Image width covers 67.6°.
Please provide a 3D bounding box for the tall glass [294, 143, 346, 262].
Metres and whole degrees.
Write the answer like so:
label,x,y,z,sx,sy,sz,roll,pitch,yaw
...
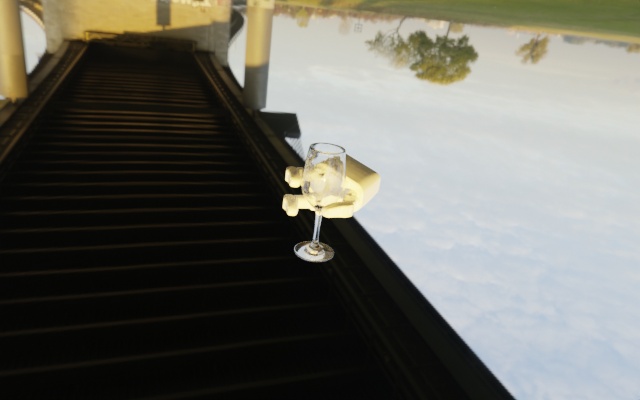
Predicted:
label,x,y,z,sx,sy,sz,roll,pitch,yaw
tall glass,0.000,0.003,0.841,0.079,0.201,0.079,6,23,-3
